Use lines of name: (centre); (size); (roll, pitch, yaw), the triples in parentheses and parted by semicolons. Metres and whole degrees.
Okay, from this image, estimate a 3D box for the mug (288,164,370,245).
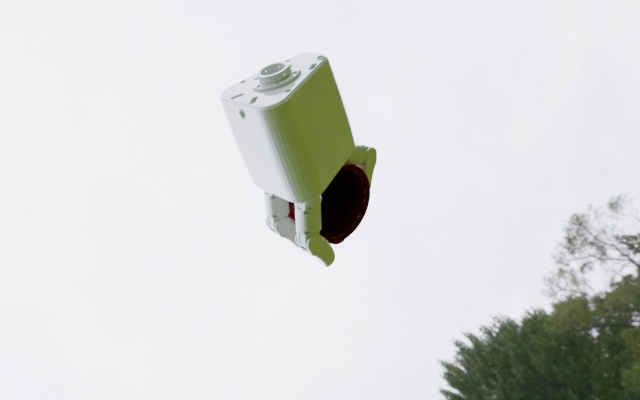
mug: (0.000, 0.003, 0.565); (0.093, 0.117, 0.081); (-38, 40, -25)
